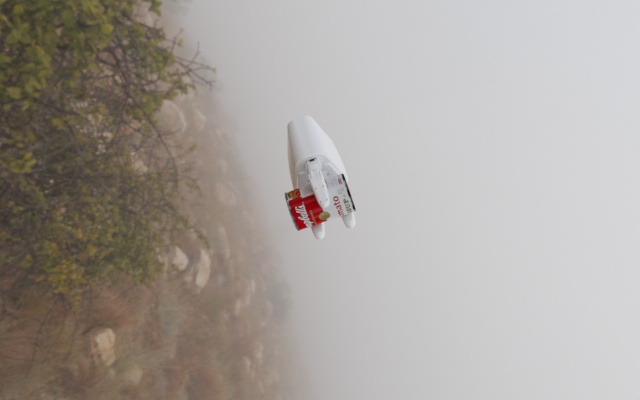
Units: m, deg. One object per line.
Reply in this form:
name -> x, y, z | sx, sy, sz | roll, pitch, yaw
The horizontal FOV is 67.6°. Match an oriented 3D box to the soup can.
soup can -> 0.000, 0.003, 0.785 | 0.102, 0.068, 0.068 | -19, -1, 3
